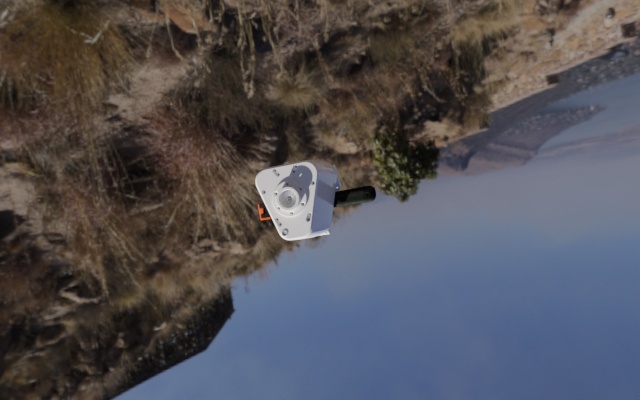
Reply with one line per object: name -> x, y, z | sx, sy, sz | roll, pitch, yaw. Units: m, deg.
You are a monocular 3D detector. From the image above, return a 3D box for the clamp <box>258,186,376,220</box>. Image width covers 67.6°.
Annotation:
clamp -> 0.000, 0.004, 0.819 | 0.210, 0.036, 0.164 | -10, -1, 13
